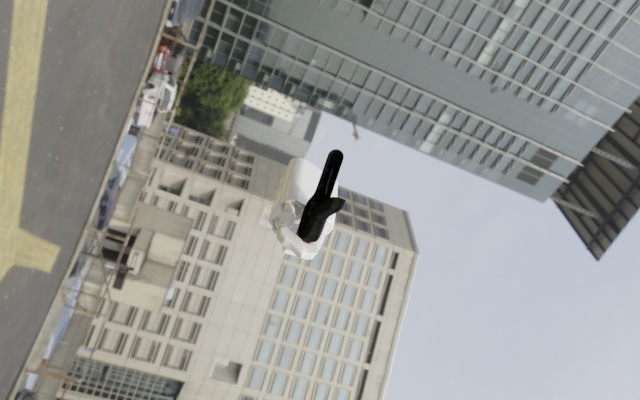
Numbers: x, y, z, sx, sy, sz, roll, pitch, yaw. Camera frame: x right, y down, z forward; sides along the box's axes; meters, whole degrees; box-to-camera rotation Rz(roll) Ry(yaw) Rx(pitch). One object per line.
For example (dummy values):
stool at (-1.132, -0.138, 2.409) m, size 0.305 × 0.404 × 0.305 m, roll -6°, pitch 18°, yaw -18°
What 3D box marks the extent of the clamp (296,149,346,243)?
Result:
clamp at (0.001, 0.003, 0.765) m, size 0.039 × 0.120 × 0.171 m, roll 22°, pitch -39°, yaw -13°
